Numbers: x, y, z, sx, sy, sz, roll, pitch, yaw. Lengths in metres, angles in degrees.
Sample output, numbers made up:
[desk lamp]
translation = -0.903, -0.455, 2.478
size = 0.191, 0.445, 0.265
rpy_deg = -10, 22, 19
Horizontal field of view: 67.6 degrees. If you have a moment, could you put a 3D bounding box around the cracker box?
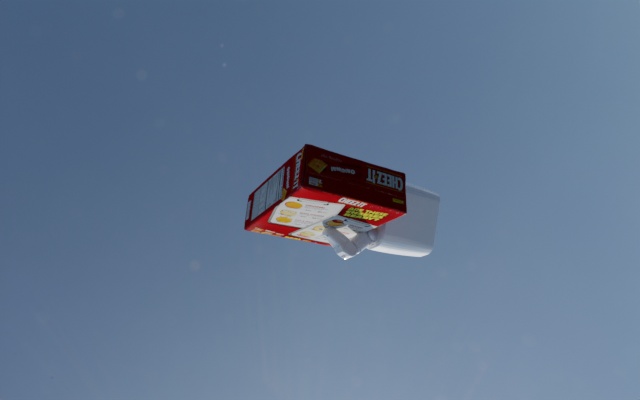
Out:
[cracker box]
translation = 0.000, 0.003, 0.718
size = 0.164, 0.072, 0.214
rpy_deg = 13, -24, -25
